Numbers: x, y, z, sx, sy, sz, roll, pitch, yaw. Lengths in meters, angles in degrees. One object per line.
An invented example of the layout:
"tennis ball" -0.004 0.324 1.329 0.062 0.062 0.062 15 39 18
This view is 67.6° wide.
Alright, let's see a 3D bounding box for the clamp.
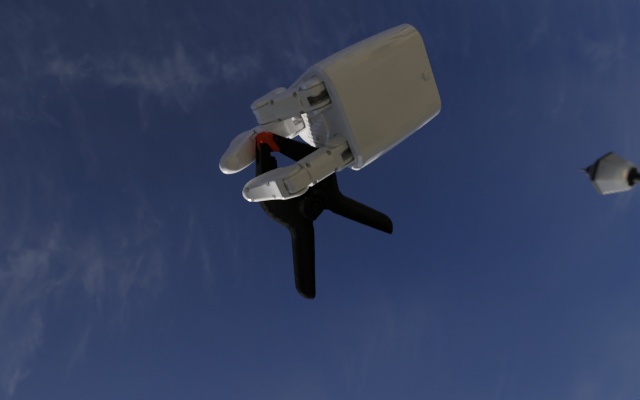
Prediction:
"clamp" 0.000 0.001 0.466 0.120 0.171 0.039 -33 25 -19
